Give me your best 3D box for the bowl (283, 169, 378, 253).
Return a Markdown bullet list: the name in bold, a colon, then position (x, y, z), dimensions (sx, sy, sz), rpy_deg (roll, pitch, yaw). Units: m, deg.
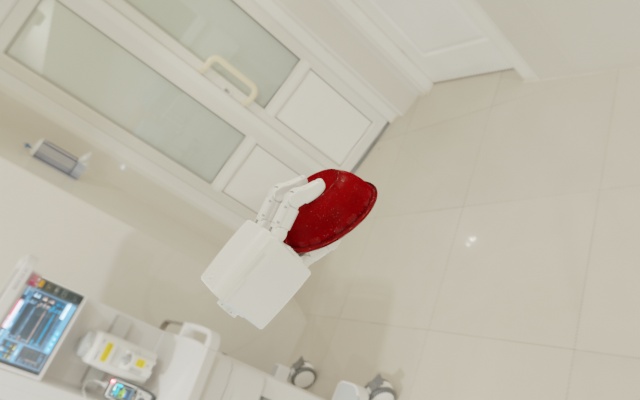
- **bowl**: position (0.001, 0.001, 0.700), dimensions (0.162, 0.055, 0.162), rpy_deg (-27, 23, 13)
